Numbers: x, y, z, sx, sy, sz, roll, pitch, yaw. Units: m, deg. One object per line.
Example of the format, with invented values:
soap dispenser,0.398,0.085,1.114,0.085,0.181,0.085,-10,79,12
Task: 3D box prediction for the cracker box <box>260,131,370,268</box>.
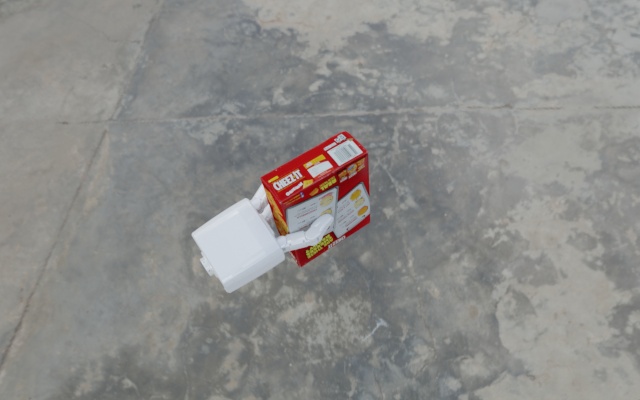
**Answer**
cracker box,0.000,0.003,0.820,0.164,0.072,0.214,-31,-32,-14
